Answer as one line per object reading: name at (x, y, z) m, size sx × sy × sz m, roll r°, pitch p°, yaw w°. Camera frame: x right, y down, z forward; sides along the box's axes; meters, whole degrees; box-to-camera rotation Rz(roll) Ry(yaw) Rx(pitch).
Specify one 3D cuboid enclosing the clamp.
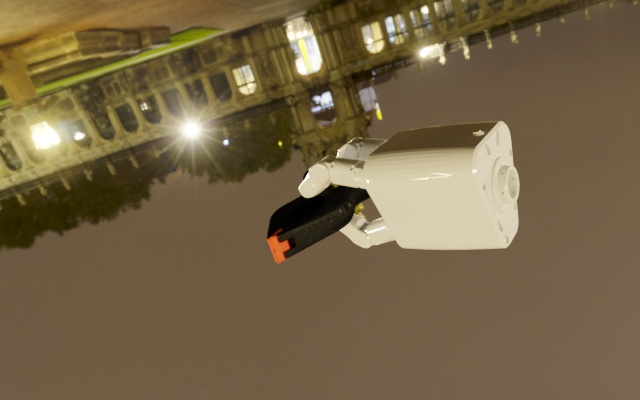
clamp at (0.000, 0.003, 0.536) m, size 0.164 × 0.036 × 0.210 m, roll -4°, pitch 24°, yaw 41°
